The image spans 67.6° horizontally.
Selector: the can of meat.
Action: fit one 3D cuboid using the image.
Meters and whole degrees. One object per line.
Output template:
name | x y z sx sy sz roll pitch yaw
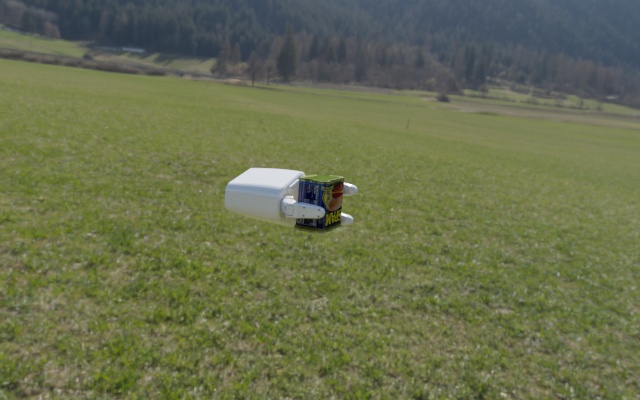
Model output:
can of meat | 0.000 0.002 0.786 0.057 0.084 0.102 8 9 22
